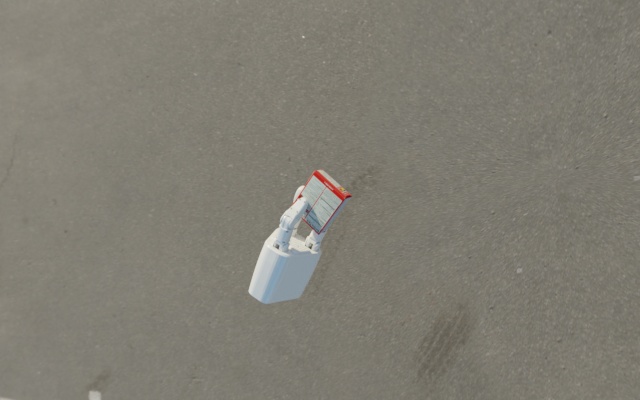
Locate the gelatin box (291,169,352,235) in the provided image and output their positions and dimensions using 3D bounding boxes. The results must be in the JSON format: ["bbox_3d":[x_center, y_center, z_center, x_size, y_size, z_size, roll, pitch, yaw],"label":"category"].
[{"bbox_3d":[0.000,0.003,0.829,0.073,0.089,0.030,43,27,17],"label":"gelatin box"}]
